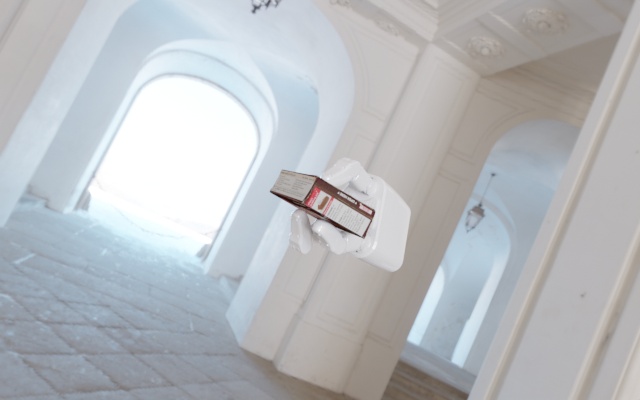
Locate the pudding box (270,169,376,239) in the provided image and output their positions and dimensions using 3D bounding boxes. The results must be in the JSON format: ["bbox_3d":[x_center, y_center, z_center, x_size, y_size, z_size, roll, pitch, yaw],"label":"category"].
[{"bbox_3d":[0.000,0.002,0.568,0.090,0.039,0.113,29,-7,-25],"label":"pudding box"}]
